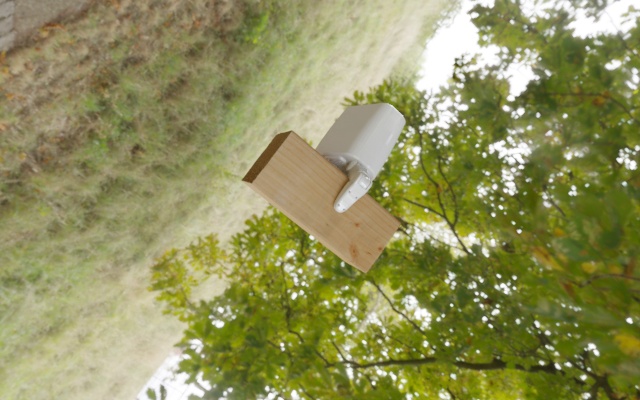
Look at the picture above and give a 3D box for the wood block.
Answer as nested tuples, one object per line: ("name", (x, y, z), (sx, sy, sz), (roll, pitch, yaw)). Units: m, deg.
("wood block", (0.001, 0.002, 0.682), (0.206, 0.090, 0.091), (39, -8, -17))
